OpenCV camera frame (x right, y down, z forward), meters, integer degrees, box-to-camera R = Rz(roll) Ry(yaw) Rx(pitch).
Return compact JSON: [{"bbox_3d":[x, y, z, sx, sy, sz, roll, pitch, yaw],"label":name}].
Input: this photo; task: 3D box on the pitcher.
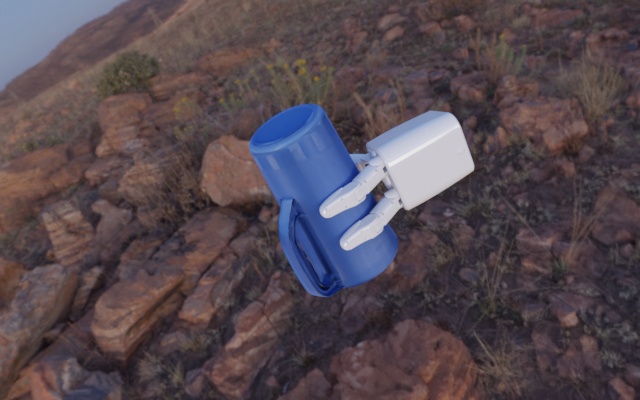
[{"bbox_3d":[0.000,0.002,0.653,0.145,0.243,0.149,-28,29,3],"label":"pitcher"}]
